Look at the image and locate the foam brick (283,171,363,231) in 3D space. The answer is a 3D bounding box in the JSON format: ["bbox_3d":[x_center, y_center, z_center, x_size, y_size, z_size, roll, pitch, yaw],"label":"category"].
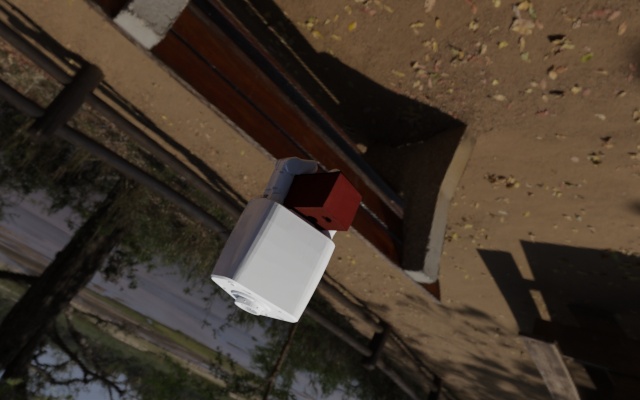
[{"bbox_3d":[0.000,0.002,0.571,0.078,0.051,0.053,-1,-37,44],"label":"foam brick"}]
